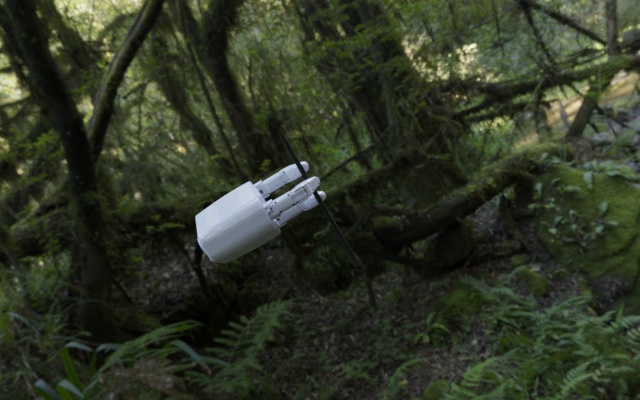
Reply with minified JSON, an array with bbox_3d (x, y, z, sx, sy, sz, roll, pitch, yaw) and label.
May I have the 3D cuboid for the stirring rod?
[{"bbox_3d":[0.000,0.003,0.746,0.011,0.239,0.011,-29,10,5],"label":"stirring rod"}]
